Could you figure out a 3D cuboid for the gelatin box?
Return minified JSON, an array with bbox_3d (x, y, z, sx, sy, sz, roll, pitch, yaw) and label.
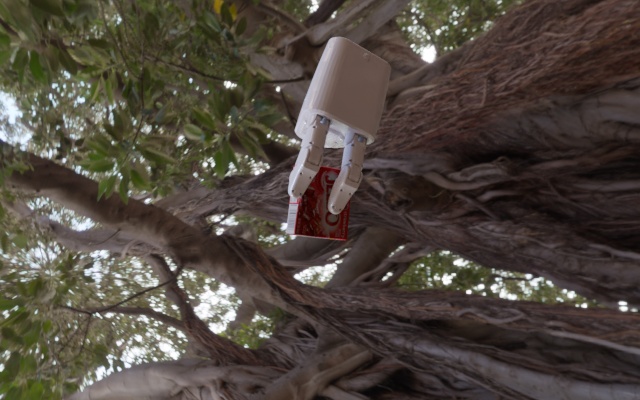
[{"bbox_3d":[0.000,0.002,0.594,0.073,0.089,0.030,8,-4,-26],"label":"gelatin box"}]
